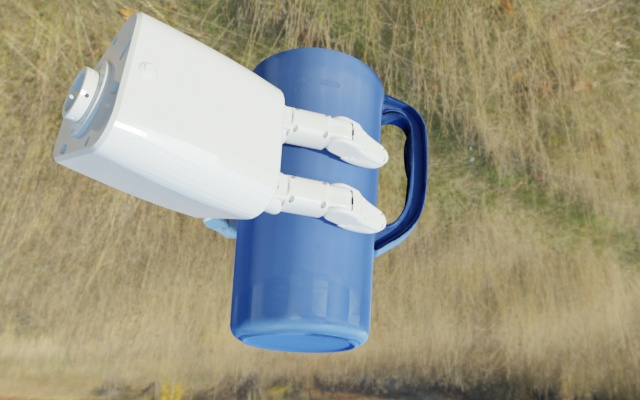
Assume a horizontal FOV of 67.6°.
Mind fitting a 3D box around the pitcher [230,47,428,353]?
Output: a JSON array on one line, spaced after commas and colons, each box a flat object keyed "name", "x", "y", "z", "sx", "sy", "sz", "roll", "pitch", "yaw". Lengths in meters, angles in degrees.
[{"name": "pitcher", "x": 0.000, "y": 0.001, "z": 0.416, "sx": 0.149, "sy": 0.242, "sz": 0.145, "roll": -19, "pitch": -33, "yaw": 39}]
